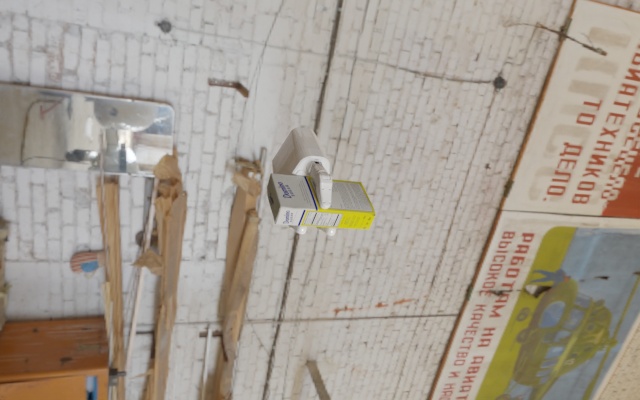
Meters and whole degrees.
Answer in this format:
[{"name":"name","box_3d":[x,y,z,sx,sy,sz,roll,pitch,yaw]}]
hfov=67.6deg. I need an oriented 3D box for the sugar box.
[{"name":"sugar box","box_3d":[0.000,0.003,0.831,0.176,0.048,0.093,3,39,-20]}]
